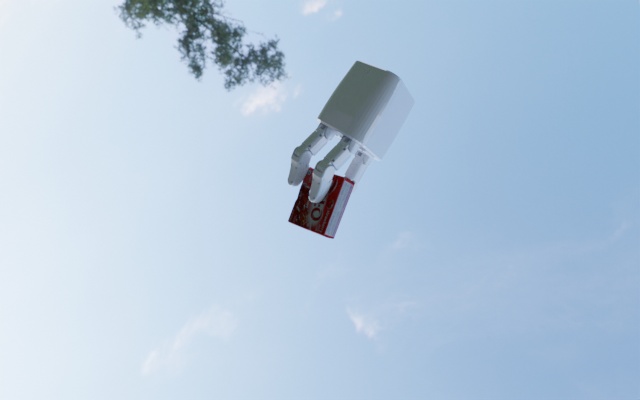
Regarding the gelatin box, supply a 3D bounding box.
[{"bbox_3d":[0.000,0.003,0.691,0.073,0.089,0.030,19,-3,39],"label":"gelatin box"}]
